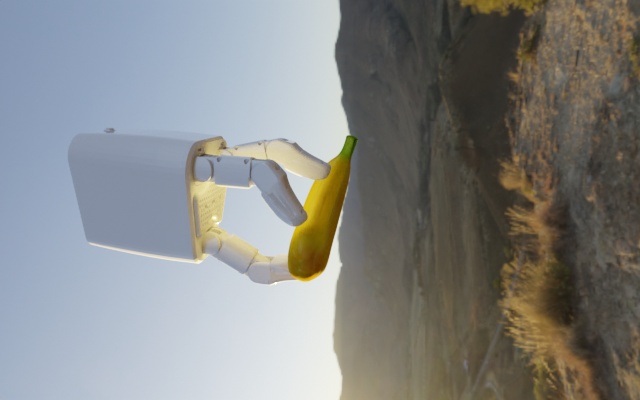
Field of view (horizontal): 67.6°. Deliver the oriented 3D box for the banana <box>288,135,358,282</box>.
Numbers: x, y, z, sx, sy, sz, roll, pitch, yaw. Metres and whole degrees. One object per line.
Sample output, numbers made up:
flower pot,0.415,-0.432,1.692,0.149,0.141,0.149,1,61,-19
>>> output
banana,-0.001,0.014,0.430,0.037,0.070,0.197,12,38,5
